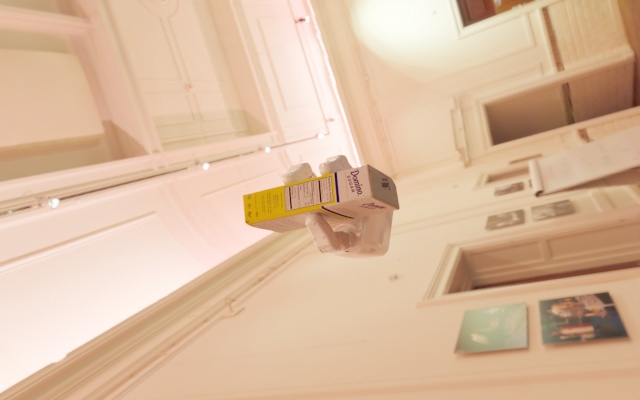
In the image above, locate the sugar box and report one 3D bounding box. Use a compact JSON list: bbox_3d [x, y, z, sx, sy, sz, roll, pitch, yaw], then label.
[{"bbox_3d":[0.000,0.001,0.601,0.176,0.048,0.093,-15,-17,25],"label":"sugar box"}]
